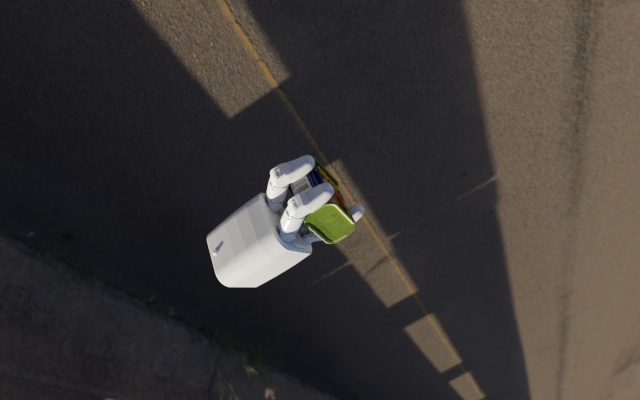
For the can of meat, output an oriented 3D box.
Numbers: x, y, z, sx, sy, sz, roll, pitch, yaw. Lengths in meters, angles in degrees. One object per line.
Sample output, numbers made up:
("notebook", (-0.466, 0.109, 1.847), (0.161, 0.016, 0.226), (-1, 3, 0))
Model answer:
("can of meat", (0.000, 0.002, 0.662), (0.057, 0.084, 0.102), (-33, -37, 11))
